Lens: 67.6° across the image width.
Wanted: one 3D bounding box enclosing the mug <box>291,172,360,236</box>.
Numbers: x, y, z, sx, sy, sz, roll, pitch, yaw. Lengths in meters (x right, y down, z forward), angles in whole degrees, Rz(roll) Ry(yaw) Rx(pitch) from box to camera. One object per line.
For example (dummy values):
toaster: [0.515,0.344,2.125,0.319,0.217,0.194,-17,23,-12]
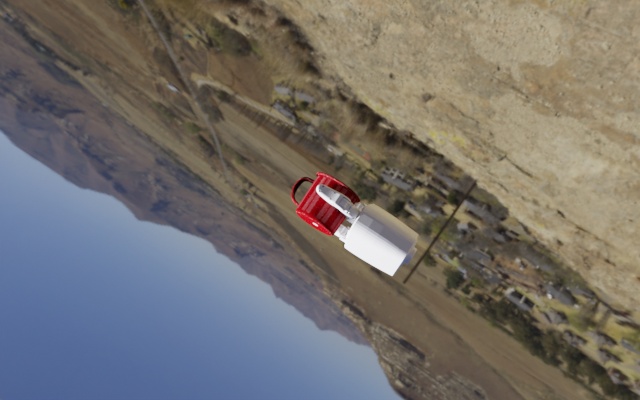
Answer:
mug: [-0.001,0.002,0.850,0.117,0.081,0.093,31,-11,13]
